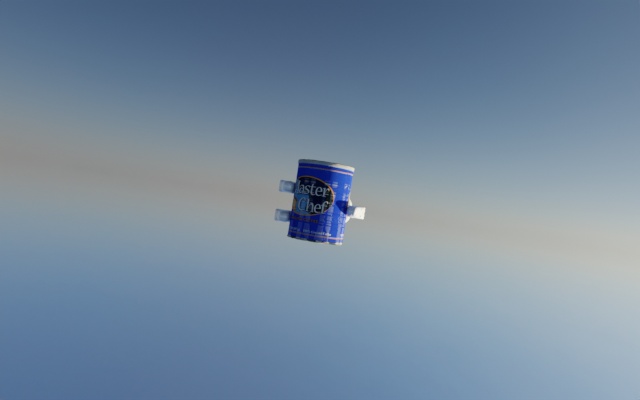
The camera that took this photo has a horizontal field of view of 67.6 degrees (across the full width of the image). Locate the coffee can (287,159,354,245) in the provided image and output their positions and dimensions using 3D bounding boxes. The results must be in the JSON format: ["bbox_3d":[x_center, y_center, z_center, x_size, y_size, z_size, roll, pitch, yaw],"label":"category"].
[{"bbox_3d":[0.000,0.003,0.864,0.103,0.140,0.103,9,0,0],"label":"coffee can"}]
